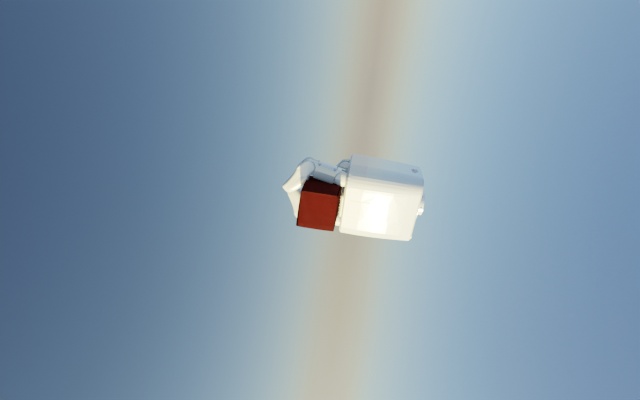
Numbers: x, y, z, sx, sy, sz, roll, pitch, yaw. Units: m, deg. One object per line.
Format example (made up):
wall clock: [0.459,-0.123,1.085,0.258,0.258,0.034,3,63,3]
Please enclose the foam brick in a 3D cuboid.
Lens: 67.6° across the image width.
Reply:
foam brick: [0.000,0.002,0.660,0.051,0.053,0.078,10,20,4]
